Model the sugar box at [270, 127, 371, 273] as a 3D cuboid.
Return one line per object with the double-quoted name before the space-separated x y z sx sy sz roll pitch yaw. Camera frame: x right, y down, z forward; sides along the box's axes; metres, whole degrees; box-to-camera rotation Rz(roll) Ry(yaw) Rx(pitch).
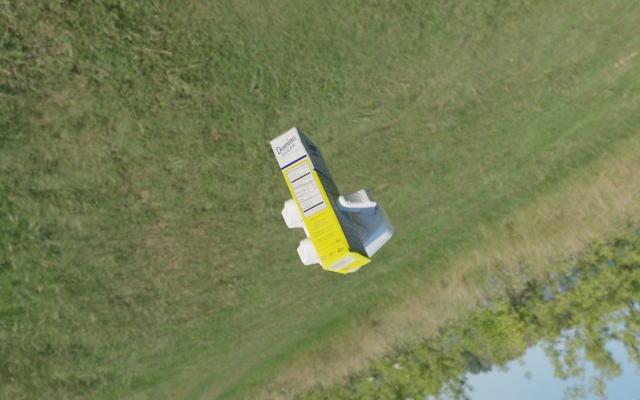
"sugar box" 0.000 0.002 0.604 0.048 0.176 0.093 -30 -20 11
